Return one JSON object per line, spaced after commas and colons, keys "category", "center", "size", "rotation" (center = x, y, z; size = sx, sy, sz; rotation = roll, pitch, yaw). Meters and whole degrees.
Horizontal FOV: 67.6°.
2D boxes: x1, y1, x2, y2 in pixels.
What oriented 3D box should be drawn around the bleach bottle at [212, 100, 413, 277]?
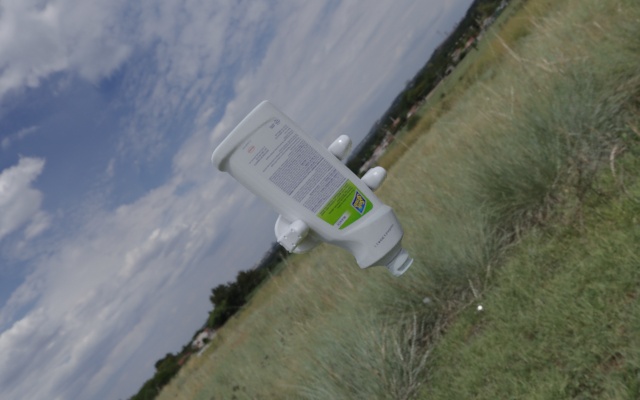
{"category": "bleach bottle", "center": [0.000, 0.002, 0.558], "size": [0.251, 0.102, 0.068], "rotation": [42, -10, 0]}
